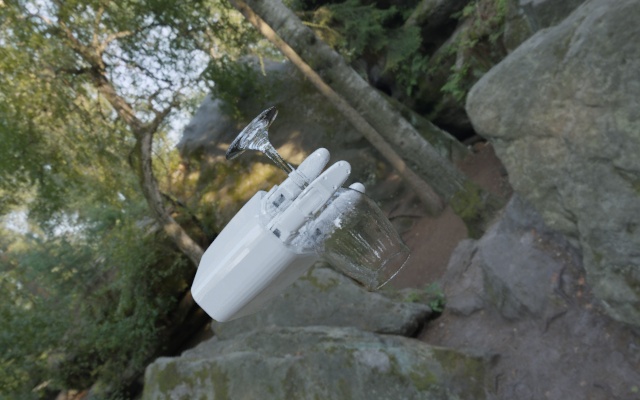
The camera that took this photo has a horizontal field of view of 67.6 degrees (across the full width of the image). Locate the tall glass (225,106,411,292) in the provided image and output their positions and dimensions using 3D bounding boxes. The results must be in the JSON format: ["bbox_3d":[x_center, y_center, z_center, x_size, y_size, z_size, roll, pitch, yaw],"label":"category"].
[{"bbox_3d":[0.000,0.001,0.487,0.201,0.079,0.079,45,0,0],"label":"tall glass"}]
